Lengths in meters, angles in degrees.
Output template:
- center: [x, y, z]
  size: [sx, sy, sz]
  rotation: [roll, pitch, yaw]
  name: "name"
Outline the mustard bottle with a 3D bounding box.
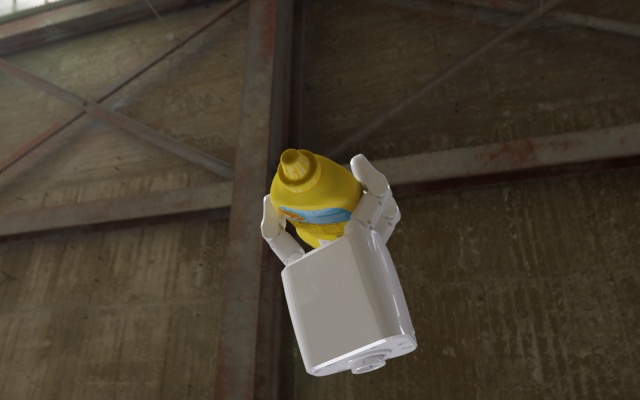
- center: [0.000, 0.001, 0.511]
  size: [0.096, 0.058, 0.192]
  rotation: [2, -24, 20]
  name: "mustard bottle"
